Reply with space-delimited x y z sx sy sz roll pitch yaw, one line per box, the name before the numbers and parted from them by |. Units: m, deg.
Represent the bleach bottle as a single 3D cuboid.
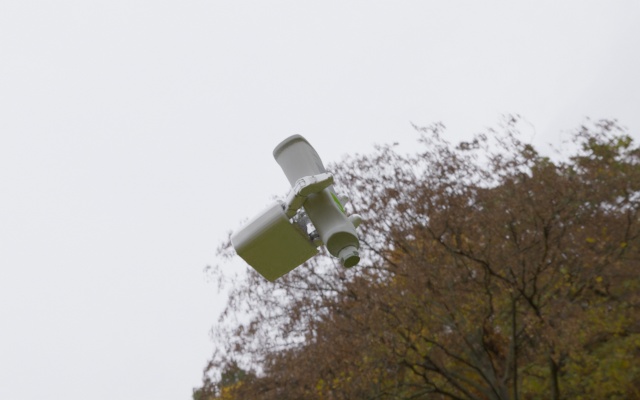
bleach bottle | 0.000 0.003 0.792 0.068 0.250 0.103 -35 -40 10
